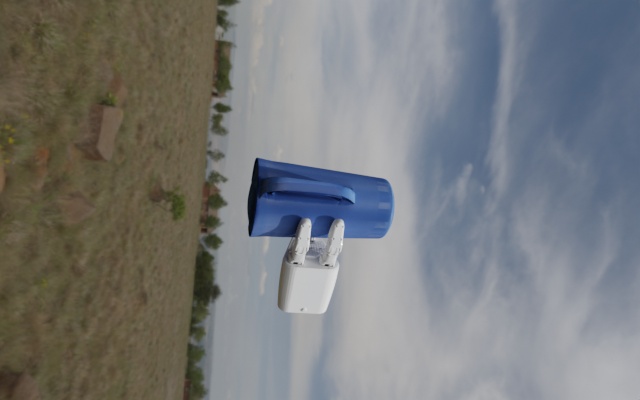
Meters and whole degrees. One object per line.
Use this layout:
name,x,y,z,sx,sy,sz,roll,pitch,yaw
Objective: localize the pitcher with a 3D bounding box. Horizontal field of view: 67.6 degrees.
pitcher,0.000,0.003,0.811,0.243,0.145,0.149,5,30,-13
